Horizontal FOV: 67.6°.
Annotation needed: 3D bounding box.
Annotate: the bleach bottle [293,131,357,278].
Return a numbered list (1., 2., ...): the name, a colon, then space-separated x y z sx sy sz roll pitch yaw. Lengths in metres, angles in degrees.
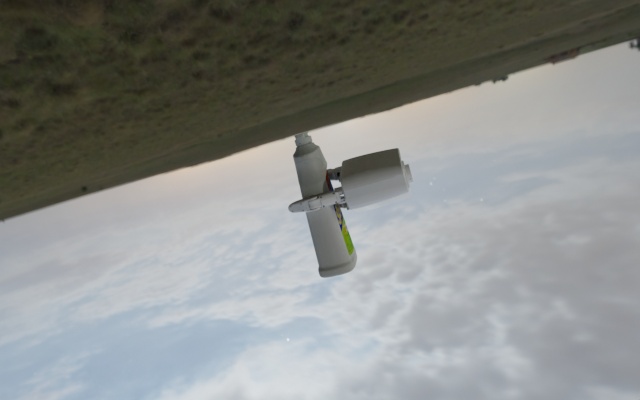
1. bleach bottle: 0.000 0.003 0.852 0.068 0.251 0.102 -15 9 13
